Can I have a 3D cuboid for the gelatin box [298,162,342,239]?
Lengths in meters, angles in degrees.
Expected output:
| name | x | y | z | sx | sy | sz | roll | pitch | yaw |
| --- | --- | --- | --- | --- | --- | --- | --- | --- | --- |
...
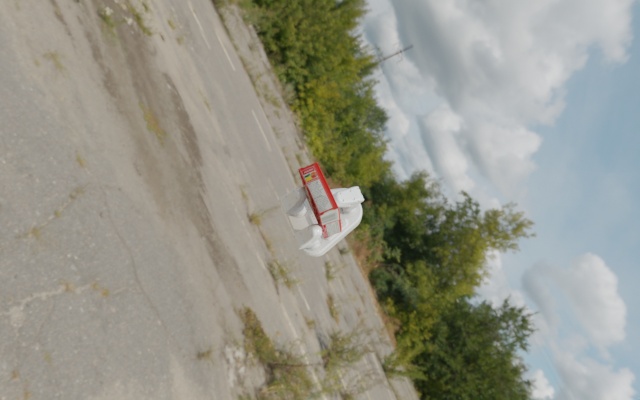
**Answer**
| name | x | y | z | sx | sy | sz | roll | pitch | yaw |
| --- | --- | --- | --- | --- | --- | --- | --- | --- | --- |
| gelatin box | 0.000 | 0.002 | 0.643 | 0.030 | 0.073 | 0.089 | -22 | -24 | -4 |
